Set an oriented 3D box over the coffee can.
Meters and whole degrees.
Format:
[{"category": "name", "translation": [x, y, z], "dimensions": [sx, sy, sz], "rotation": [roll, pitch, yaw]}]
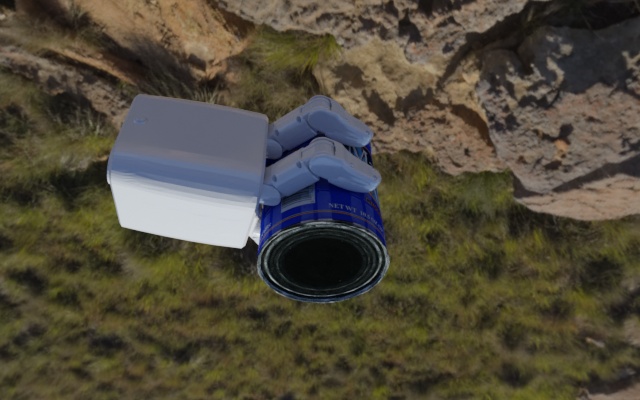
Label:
[{"category": "coffee can", "translation": [0.000, 0.001, 0.415], "dimensions": [0.103, 0.140, 0.103], "rotation": [-1, -45, -1]}]
